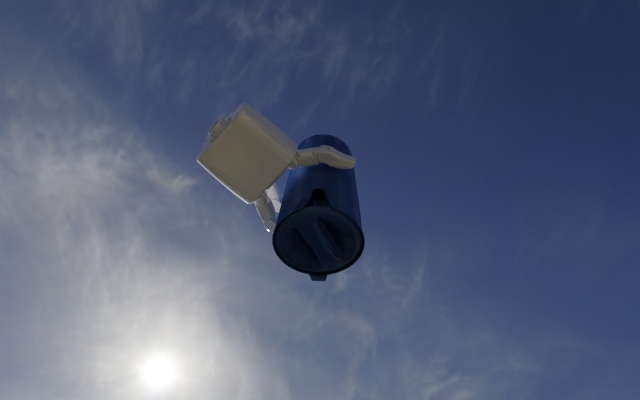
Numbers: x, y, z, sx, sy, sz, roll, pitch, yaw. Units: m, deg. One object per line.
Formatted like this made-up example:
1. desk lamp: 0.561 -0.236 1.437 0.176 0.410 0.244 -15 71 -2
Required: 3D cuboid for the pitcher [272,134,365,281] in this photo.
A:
1. pitcher: 0.000 0.002 0.784 0.145 0.242 0.149 38 -61 -23
